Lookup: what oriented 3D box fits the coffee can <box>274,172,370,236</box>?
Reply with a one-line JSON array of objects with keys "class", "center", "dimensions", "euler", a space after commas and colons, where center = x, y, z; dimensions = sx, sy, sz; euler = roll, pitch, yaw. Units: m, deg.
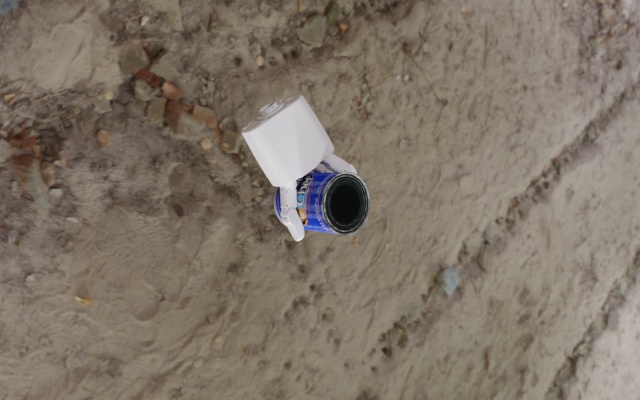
[{"class": "coffee can", "center": [0.000, 0.003, 0.815], "dimensions": [0.103, 0.103, 0.140], "euler": [0, 2, -38]}]
